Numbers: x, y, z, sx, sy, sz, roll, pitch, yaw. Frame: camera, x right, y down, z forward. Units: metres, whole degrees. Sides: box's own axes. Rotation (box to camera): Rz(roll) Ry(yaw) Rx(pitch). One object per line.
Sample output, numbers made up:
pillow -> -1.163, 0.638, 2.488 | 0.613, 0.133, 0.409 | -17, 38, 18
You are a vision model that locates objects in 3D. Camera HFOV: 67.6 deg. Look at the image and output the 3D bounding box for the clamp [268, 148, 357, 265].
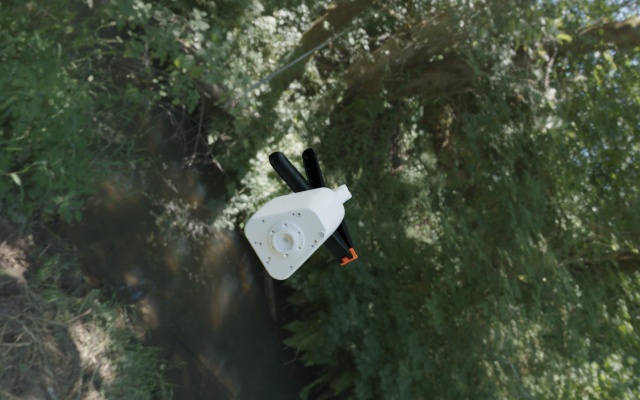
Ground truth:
clamp -> 0.001, 0.003, 0.777 | 0.036, 0.210, 0.164 | -28, 6, 20
